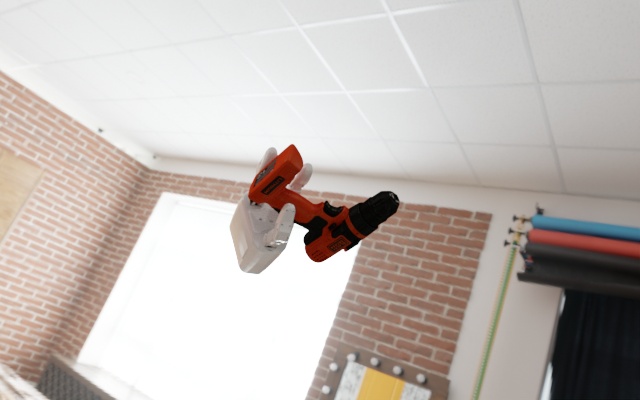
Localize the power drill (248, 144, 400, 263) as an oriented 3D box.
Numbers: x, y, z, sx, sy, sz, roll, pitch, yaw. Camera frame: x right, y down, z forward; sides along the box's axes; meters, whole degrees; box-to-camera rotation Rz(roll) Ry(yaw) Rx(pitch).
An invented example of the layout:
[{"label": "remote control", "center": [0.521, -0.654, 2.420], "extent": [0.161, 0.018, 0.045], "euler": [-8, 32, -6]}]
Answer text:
[{"label": "power drill", "center": [0.000, 0.002, 0.724], "extent": [0.184, 0.188, 0.057], "euler": [-38, 23, 28]}]
